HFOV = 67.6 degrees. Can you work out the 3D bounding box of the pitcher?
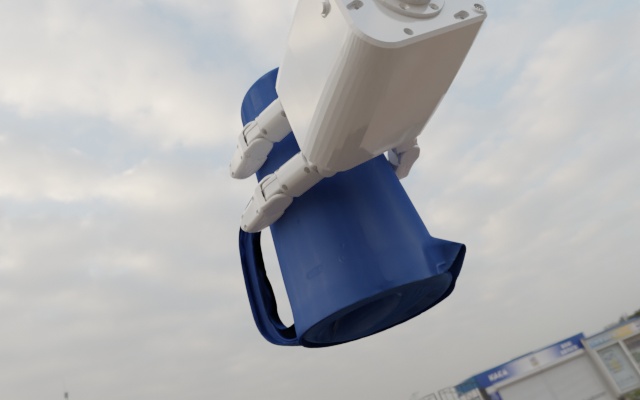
[{"bbox_3d":[0.000,0.001,0.429,0.149,0.242,0.145,-10,-30,-22],"label":"pitcher"}]
